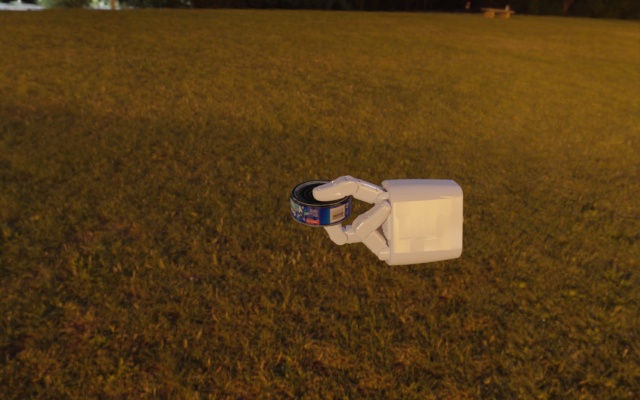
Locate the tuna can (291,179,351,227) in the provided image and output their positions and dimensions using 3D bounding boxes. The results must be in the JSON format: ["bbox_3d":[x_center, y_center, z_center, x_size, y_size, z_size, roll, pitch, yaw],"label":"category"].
[{"bbox_3d":[0.000,0.002,0.675,0.086,0.034,0.086,-1,28,0],"label":"tuna can"}]
